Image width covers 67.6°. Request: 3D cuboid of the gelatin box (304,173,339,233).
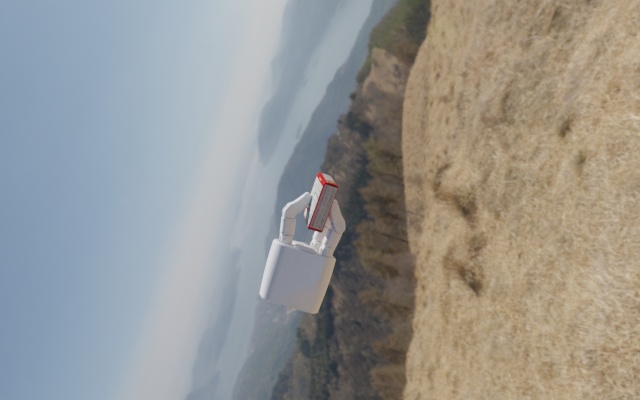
[{"bbox_3d":[0.000,0.002,0.845,0.030,0.089,0.073,16,14,-13],"label":"gelatin box"}]
